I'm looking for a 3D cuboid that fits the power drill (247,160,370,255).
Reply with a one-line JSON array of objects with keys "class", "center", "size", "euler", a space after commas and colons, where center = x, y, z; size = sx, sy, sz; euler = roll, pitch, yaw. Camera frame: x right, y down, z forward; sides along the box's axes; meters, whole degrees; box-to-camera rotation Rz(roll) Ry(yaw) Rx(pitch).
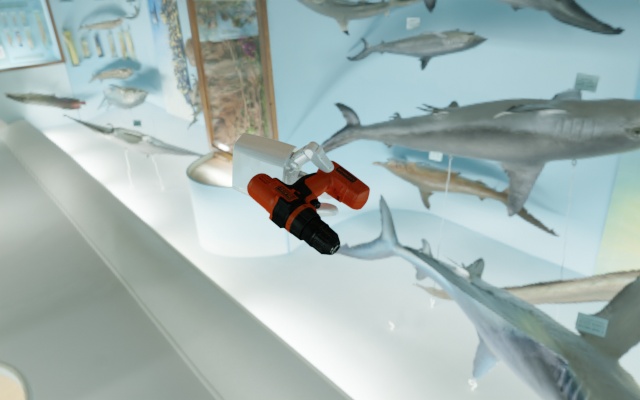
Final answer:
[{"class": "power drill", "center": [0.000, 0.002, 0.784], "size": [0.184, 0.057, 0.187], "euler": [40, 35, 23]}]
